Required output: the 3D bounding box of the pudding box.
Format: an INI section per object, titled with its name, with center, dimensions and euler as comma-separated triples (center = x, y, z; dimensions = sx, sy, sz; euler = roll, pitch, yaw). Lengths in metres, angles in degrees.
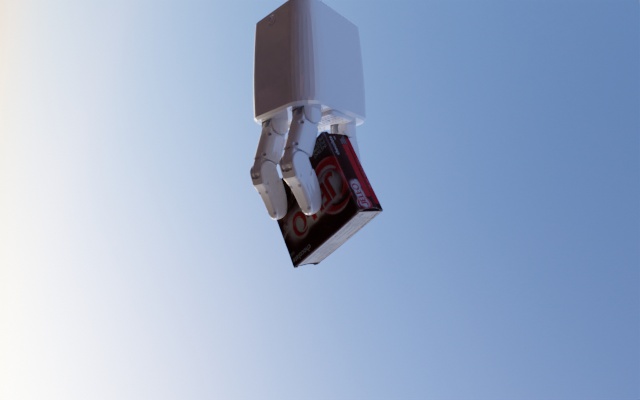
[pudding box]
center = 0.000, 0.002, 0.475
dimensions = 0.039, 0.090, 0.113
euler = 0, -33, -39
